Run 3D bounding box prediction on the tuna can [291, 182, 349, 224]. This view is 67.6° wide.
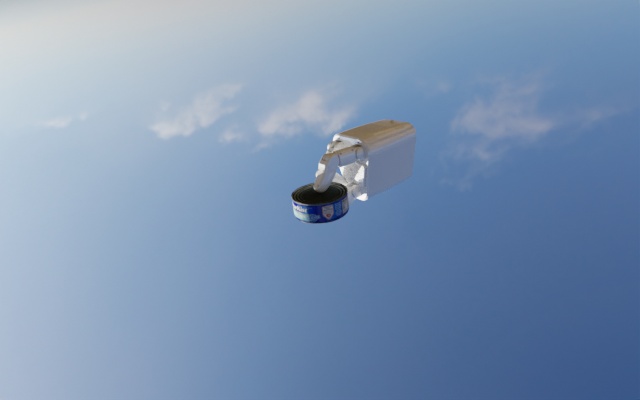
[{"bbox_3d":[0.000,0.003,0.722,0.086,0.034,0.086,-6,23,3],"label":"tuna can"}]
